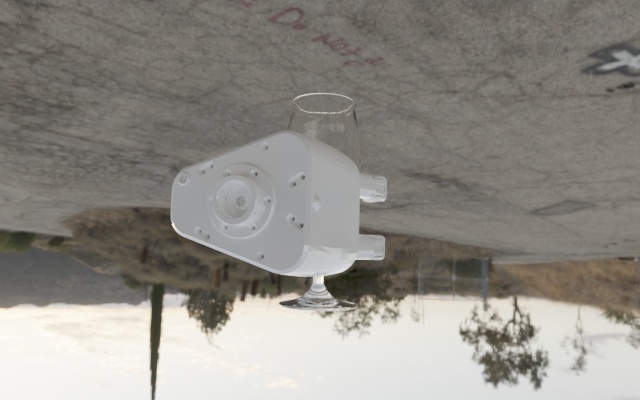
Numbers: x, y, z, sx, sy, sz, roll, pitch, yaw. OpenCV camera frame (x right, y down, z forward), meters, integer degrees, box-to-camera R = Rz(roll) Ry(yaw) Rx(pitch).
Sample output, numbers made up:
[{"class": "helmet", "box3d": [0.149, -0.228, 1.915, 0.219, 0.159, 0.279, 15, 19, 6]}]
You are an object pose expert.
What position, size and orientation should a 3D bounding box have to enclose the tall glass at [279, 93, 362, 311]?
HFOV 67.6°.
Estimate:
[{"class": "tall glass", "box3d": [0.000, 0.002, 0.466, 0.079, 0.201, 0.079, 2, -5, 0]}]
